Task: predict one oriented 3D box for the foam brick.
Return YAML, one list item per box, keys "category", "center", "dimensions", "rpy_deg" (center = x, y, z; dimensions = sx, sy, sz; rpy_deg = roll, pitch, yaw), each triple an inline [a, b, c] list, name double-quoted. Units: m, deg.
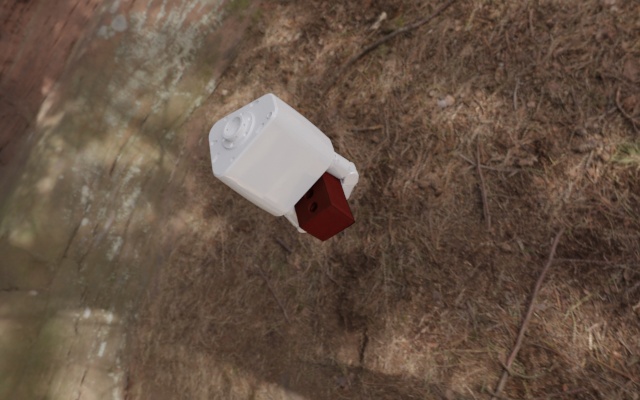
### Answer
- category: "foam brick"
  center: [0.000, 0.002, 0.605]
  dimensions: [0.053, 0.078, 0.051]
  rpy_deg: [-35, -42, 20]
